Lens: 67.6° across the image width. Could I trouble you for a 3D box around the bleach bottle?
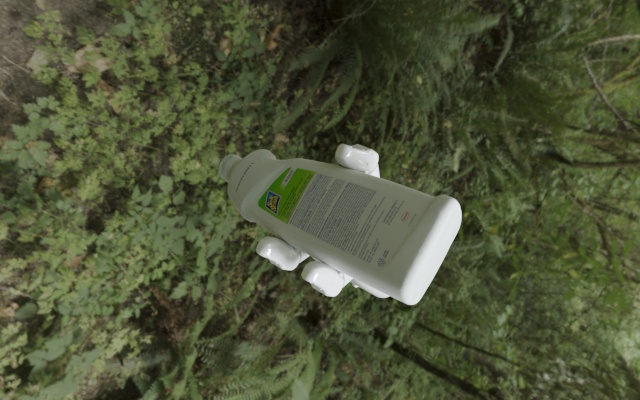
[{"bbox_3d":[0.000,0.002,0.470,0.250,0.102,0.068,25,-13,30],"label":"bleach bottle"}]
